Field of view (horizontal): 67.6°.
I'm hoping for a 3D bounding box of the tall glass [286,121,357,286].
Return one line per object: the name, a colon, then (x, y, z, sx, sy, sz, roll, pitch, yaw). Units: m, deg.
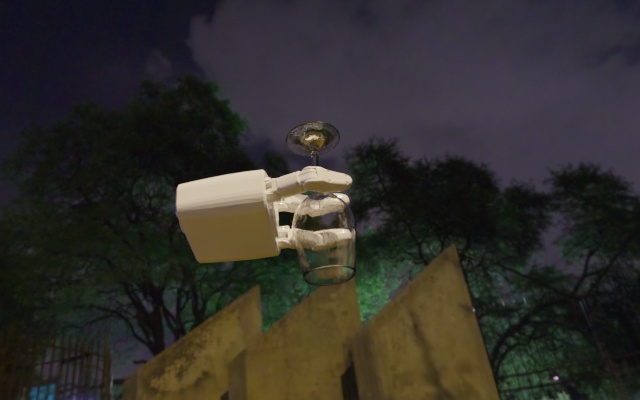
tall glass: (0.000, 0.001, 0.599, 0.079, 0.201, 0.079, -6, -30, -3)
